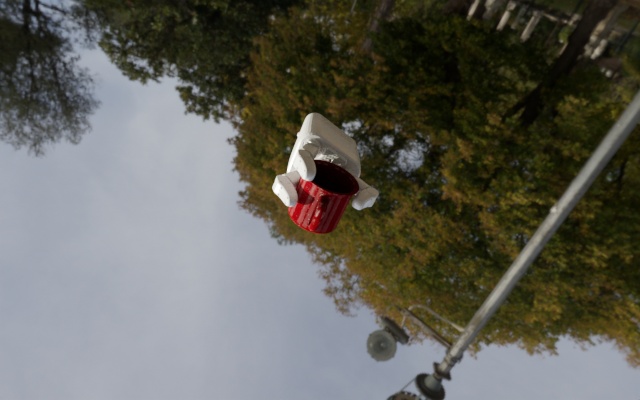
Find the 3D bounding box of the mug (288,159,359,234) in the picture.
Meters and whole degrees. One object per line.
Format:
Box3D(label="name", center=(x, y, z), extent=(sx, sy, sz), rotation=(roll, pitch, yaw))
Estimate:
Box3D(label="mug", center=(0.000, 0.003, 0.714), extent=(0.093, 0.081, 0.117), rotation=(19, 30, -9))
